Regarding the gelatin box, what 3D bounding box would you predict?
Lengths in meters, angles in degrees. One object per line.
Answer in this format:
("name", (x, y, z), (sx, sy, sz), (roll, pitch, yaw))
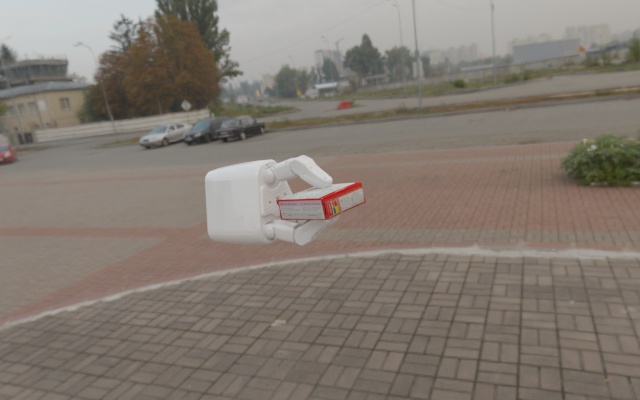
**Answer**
("gelatin box", (0.000, 0.002, 0.606), (0.073, 0.030, 0.089), (-22, 13, -42))
